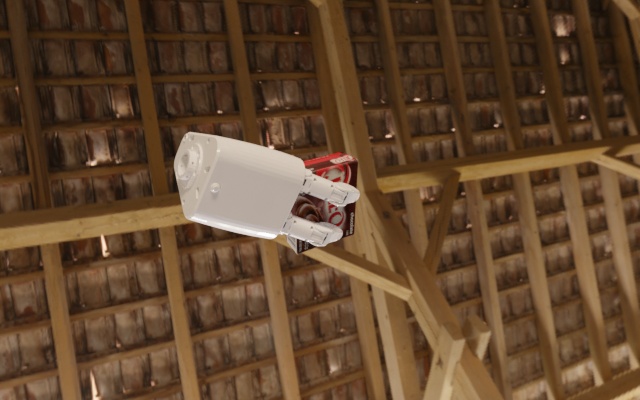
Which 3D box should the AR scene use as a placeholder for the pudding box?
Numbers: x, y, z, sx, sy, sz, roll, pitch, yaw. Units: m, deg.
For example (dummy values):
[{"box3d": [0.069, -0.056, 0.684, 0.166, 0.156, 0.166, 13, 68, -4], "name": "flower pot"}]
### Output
[{"box3d": [0.000, 0.002, 0.602, 0.090, 0.114, 0.039, -16, 36, -27], "name": "pudding box"}]
